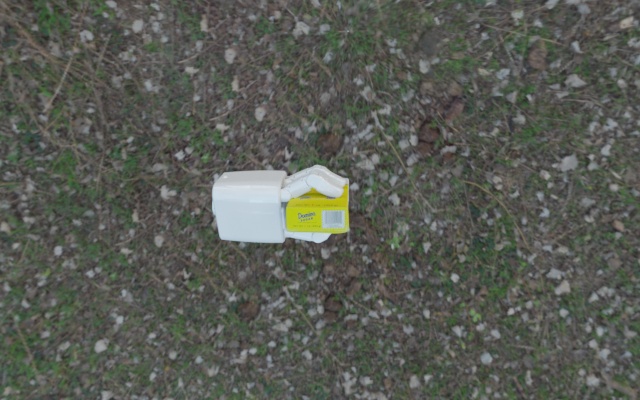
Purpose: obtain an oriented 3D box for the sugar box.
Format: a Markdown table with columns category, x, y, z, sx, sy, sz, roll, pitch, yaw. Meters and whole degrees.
| category | x | y | z | sx | sy | sz | roll | pitch | yaw |
| --- | --- | --- | --- | --- | --- | --- | --- | --- | --- |
| sugar box | 0.000 | 0.002 | 0.778 | 0.093 | 0.048 | 0.176 | 1 | 20 | 3 |
